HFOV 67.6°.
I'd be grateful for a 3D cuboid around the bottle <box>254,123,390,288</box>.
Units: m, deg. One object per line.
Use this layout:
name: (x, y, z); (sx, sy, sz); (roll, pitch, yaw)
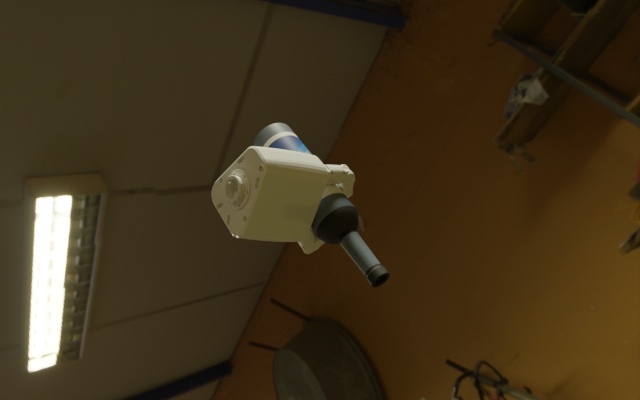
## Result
bottle: (0.000, 0.002, 0.673); (0.069, 0.069, 0.295); (0, 42, -43)
